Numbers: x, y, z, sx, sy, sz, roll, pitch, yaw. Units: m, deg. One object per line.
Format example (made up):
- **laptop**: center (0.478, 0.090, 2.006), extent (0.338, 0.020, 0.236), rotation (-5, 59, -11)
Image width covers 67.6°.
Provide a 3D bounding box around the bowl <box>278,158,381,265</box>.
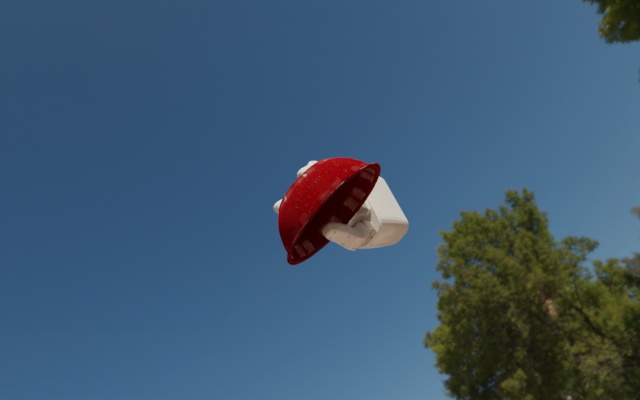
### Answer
- **bowl**: center (-0.001, 0.001, 0.582), extent (0.055, 0.162, 0.162), rotation (42, 13, 15)
